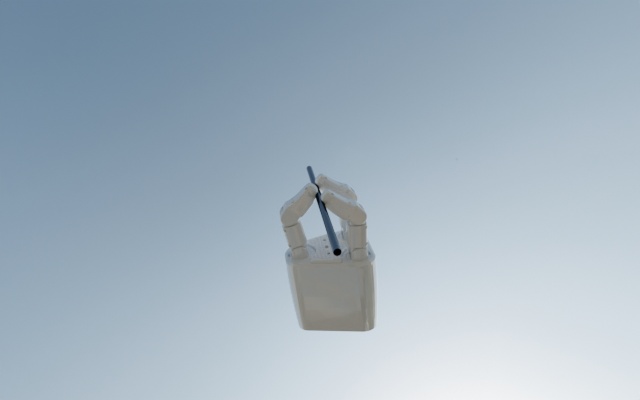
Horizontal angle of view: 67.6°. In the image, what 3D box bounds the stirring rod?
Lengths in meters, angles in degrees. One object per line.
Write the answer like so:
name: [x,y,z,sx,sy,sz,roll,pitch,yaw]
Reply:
stirring rod: [0.000,0.002,0.552,0.011,0.011,0.239,0,23,-8]
